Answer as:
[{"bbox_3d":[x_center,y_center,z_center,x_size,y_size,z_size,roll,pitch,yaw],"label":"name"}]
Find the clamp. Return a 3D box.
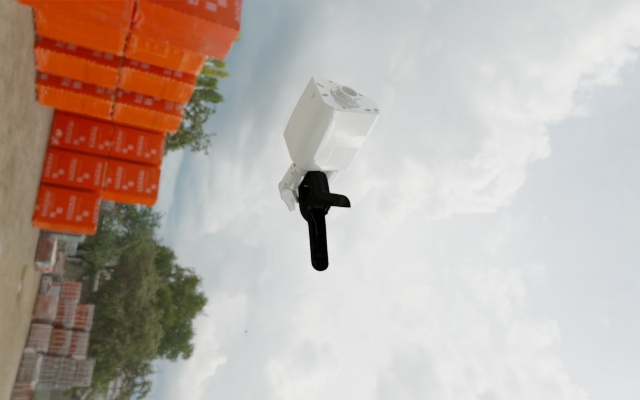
[{"bbox_3d":[0.001,0.002,0.686,0.039,0.120,0.171,10,39,-26],"label":"clamp"}]
